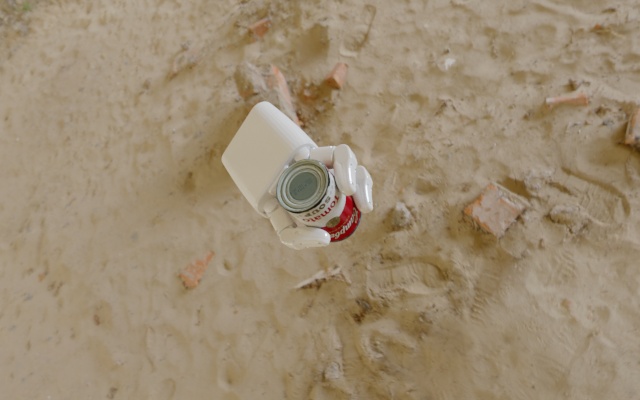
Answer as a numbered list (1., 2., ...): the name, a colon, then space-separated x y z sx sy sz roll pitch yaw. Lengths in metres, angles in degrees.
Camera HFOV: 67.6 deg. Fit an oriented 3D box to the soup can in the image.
1. soup can: 0.000 0.002 0.569 0.068 0.068 0.102 0 -23 27
